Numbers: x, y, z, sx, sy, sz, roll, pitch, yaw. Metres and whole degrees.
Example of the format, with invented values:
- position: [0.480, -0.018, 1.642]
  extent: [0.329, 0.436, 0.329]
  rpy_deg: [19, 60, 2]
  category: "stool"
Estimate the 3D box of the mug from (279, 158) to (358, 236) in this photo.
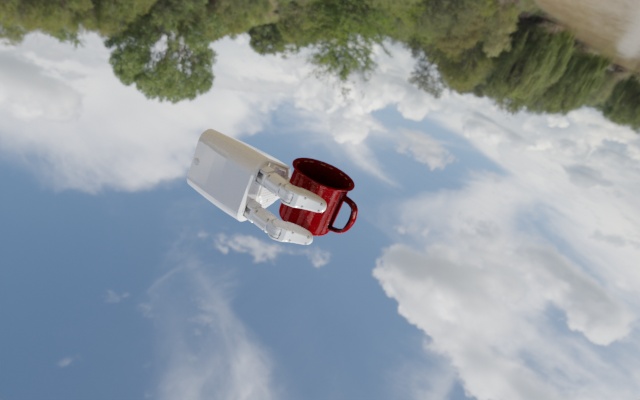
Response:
- position: [0.001, 0.003, 0.673]
  extent: [0.117, 0.081, 0.093]
  rpy_deg: [32, 24, 21]
  category: "mug"
